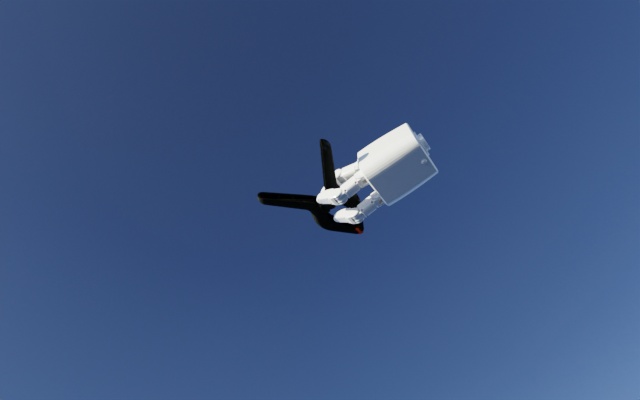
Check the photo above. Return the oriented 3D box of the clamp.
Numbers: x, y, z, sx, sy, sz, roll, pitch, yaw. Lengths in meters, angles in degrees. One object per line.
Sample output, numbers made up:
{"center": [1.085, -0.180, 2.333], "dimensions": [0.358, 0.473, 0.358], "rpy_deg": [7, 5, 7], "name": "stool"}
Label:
{"center": [0.001, 0.003, 0.876], "dimensions": [0.164, 0.210, 0.036], "rpy_deg": [-33, 34, 15], "name": "clamp"}
